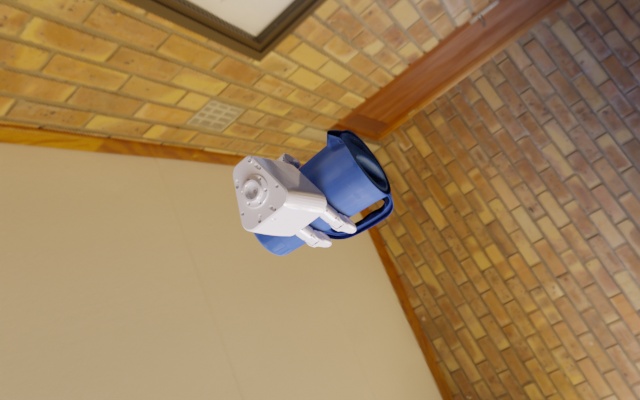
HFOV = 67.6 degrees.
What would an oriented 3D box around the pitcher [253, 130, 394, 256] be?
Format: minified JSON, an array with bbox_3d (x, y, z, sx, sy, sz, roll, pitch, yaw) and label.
[{"bbox_3d":[0.000,0.003,0.850,0.243,0.149,0.145,-35,-21,22],"label":"pitcher"}]
